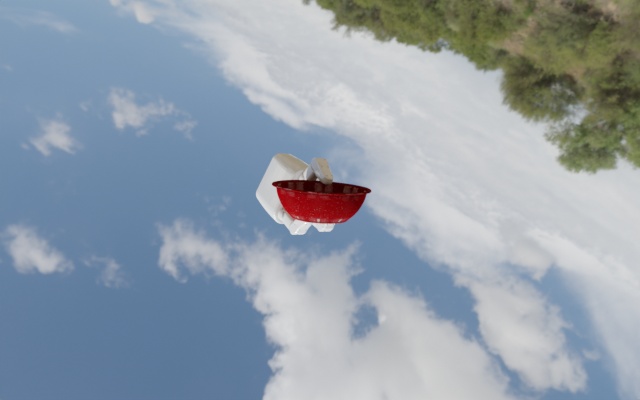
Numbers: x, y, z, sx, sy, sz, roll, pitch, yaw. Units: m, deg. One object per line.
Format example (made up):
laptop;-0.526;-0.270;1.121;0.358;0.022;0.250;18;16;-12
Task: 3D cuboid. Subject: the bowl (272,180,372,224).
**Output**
bowl;0.000;0.003;0.773;0.162;0.055;0.162;4;8;-1
